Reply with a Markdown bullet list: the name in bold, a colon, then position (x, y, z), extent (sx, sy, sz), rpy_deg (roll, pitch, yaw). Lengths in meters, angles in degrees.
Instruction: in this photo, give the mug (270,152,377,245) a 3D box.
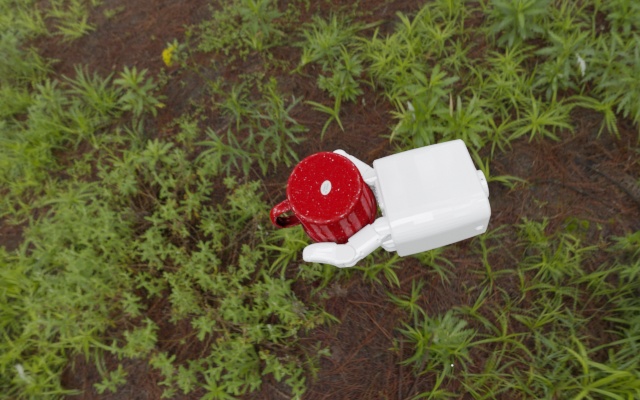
- **mug**: position (-0.001, 0.002, 0.524), extent (0.117, 0.093, 0.081), rpy_deg (-17, -22, 7)
